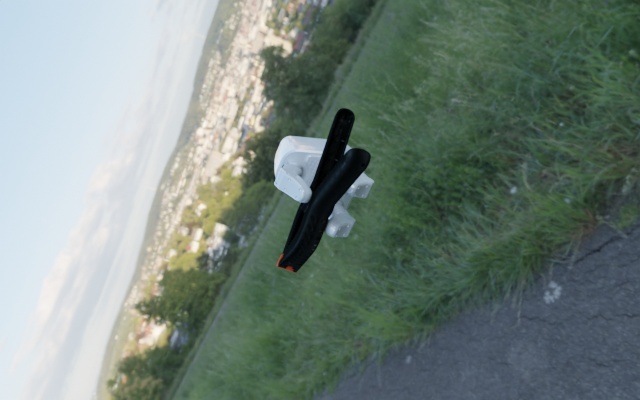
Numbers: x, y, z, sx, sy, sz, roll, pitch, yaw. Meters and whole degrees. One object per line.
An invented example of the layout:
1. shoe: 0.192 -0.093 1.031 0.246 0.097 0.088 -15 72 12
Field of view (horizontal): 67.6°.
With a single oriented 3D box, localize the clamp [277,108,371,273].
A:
1. clamp: -0.001 0.002 0.557 0.036 0.210 0.164 21 16 -11
